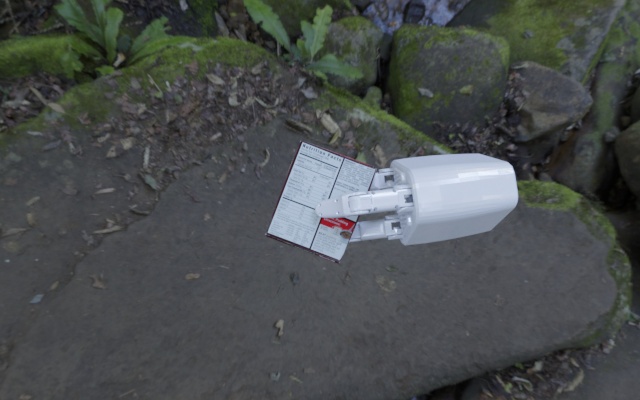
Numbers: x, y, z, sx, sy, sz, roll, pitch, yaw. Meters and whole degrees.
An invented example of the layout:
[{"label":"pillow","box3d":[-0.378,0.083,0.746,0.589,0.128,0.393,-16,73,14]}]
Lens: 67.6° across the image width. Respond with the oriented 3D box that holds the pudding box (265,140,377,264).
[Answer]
[{"label":"pudding box","box3d":[0.000,0.002,0.522,0.090,0.113,0.039,21,-6,0]}]
